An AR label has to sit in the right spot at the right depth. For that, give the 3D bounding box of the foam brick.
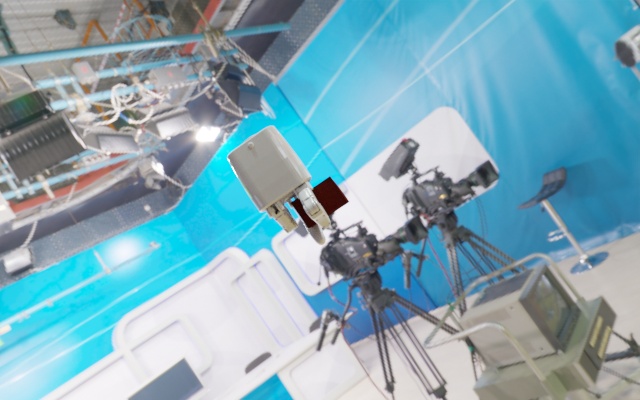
[{"bbox_3d":[0.000,0.002,0.775,0.078,0.051,0.053,-34,-4,4],"label":"foam brick"}]
